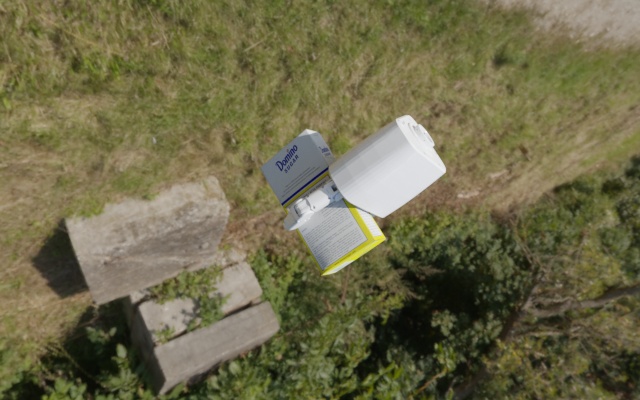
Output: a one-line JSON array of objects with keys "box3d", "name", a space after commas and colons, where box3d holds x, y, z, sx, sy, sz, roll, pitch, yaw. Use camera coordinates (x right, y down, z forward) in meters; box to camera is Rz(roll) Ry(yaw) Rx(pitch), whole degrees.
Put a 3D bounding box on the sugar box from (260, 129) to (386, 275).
[{"box3d": [0.001, 0.002, 0.642, 0.093, 0.176, 0.048, -36, -17, 23], "name": "sugar box"}]
